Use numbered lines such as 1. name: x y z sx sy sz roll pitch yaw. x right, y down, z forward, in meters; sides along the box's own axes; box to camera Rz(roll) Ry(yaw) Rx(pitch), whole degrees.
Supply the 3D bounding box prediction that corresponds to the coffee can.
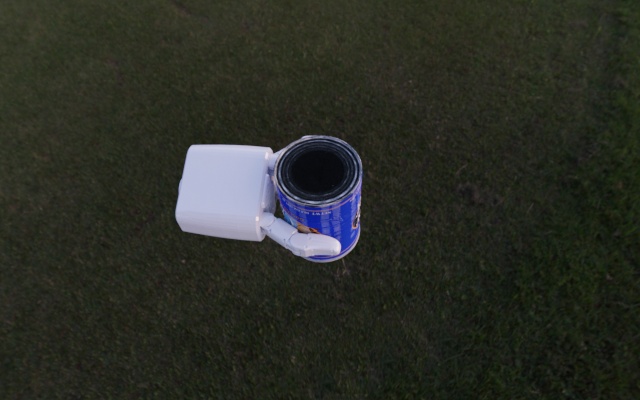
1. coffee can: 0.000 0.002 0.605 0.103 0.102 0.140 0 -33 3
